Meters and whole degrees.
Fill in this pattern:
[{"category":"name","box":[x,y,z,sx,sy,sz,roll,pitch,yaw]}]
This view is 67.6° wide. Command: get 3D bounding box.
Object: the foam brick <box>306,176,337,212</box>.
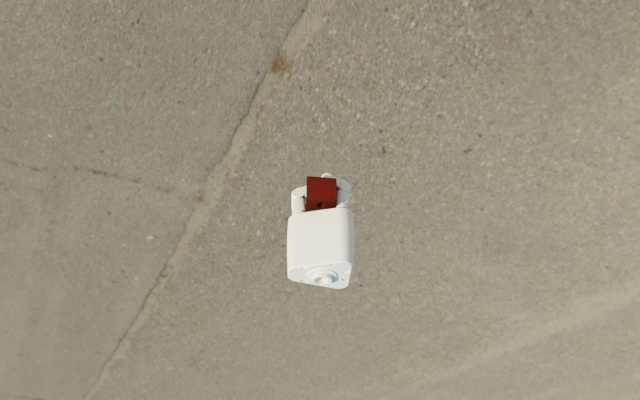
[{"category":"foam brick","box":[0.000,0.002,0.836,0.053,0.051,0.078,2,-38,-2]}]
